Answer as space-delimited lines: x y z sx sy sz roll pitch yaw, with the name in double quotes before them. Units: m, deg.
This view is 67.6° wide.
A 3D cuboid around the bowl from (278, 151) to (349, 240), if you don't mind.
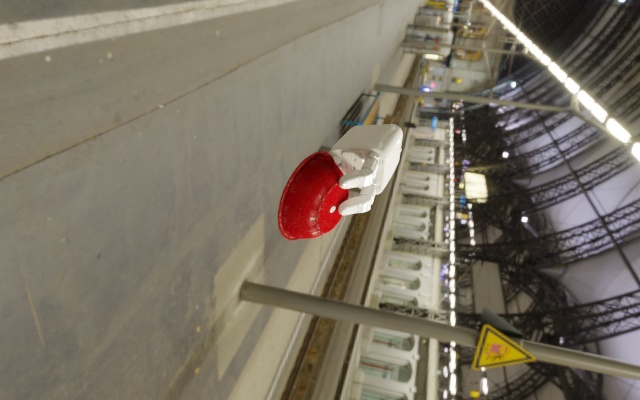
"bowl" 0.000 0.004 0.795 0.055 0.162 0.162 25 12 28
